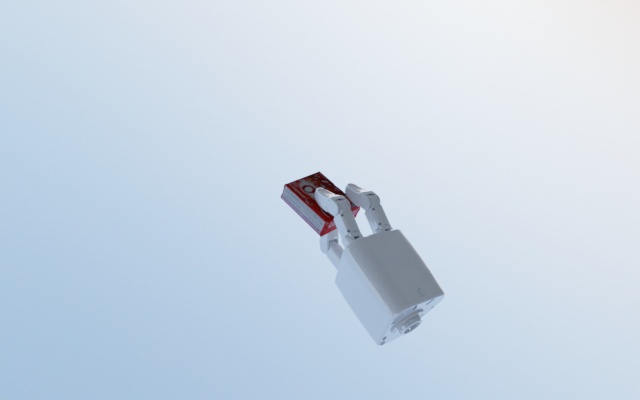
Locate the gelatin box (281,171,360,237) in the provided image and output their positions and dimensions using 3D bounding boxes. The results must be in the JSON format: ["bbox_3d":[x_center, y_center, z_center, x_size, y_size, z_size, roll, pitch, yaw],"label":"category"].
[{"bbox_3d":[0.000,0.002,0.676,0.089,0.030,0.073,42,42,23],"label":"gelatin box"}]
